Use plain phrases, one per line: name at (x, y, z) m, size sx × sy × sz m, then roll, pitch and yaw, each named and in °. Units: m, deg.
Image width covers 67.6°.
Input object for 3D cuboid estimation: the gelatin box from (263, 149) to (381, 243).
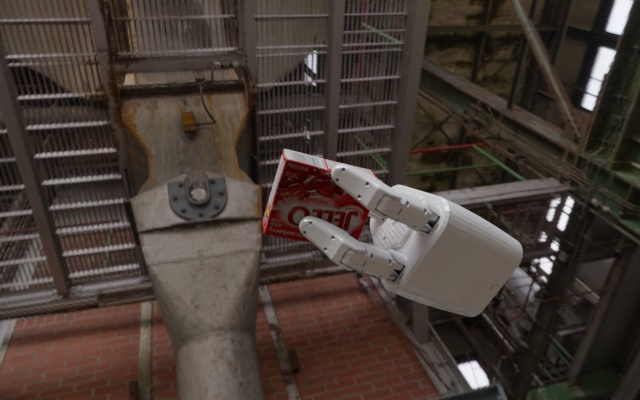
gelatin box at (0.000, 0.001, 0.426) m, size 0.089 × 0.073 × 0.030 m, roll 13°, pitch 23°, yaw -16°
